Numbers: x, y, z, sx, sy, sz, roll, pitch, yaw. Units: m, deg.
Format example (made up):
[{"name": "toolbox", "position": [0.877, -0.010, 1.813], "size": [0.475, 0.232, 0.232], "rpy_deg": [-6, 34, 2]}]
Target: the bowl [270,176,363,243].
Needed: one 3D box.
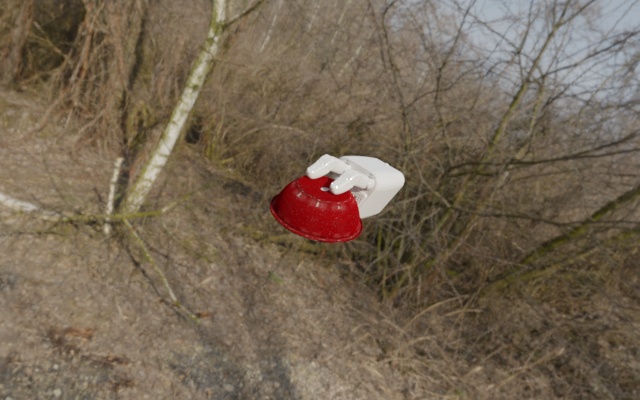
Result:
[{"name": "bowl", "position": [0.000, 0.003, 0.789], "size": [0.162, 0.055, 0.162], "rpy_deg": [13, 28, -7]}]
